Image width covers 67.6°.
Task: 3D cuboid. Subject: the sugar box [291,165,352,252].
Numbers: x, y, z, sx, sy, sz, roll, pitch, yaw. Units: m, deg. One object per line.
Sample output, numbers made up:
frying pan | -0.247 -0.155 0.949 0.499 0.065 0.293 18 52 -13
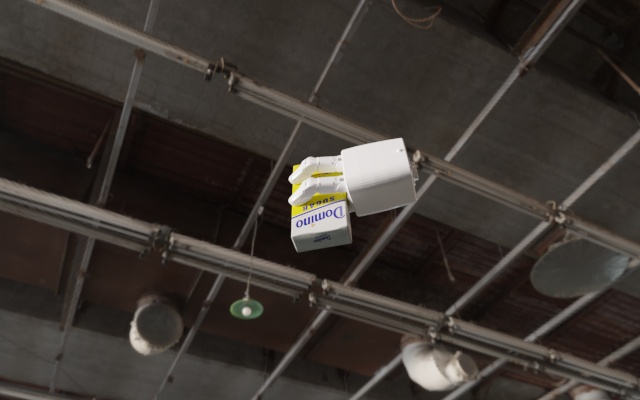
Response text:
sugar box | 0.000 0.002 0.810 0.093 0.048 0.176 -11 40 7
